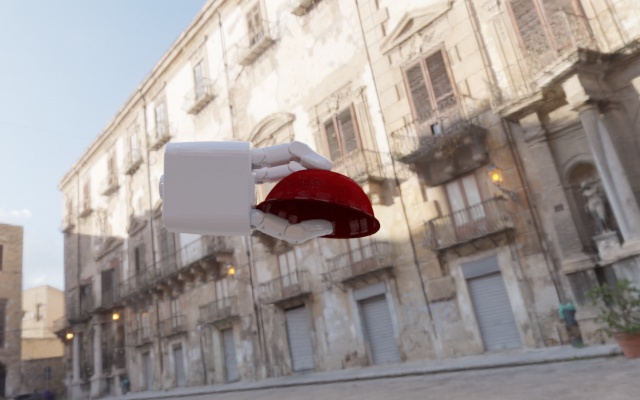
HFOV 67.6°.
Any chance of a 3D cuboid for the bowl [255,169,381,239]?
[{"bbox_3d":[0.001,0.002,0.619,0.162,0.055,0.162,8,-19,3],"label":"bowl"}]
